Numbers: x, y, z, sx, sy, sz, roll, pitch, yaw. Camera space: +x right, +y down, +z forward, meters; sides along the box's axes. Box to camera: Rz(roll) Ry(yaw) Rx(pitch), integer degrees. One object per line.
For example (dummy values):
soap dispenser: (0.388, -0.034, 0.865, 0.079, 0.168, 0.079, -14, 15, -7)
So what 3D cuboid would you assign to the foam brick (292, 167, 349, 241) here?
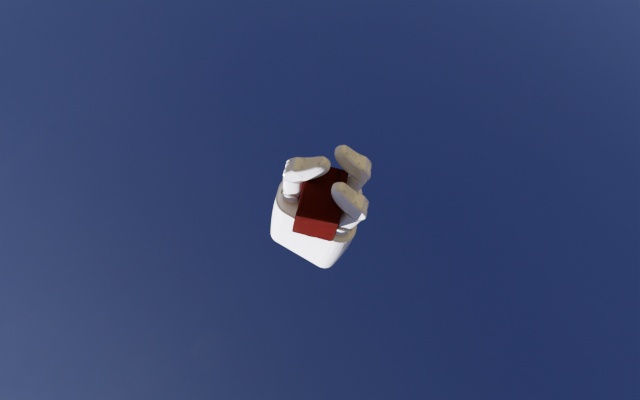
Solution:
foam brick: (0.000, 0.002, 0.582, 0.053, 0.078, 0.051, 14, -31, -2)
